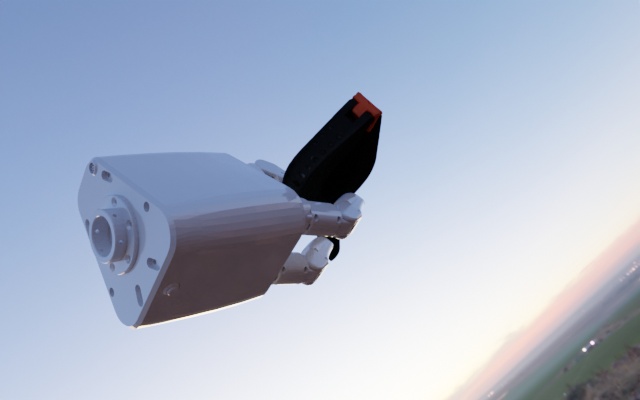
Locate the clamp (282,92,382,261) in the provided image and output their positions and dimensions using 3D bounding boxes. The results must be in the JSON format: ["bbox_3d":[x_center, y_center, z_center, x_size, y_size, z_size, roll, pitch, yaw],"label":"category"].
[{"bbox_3d":[0.000,0.000,0.429,0.036,0.210,0.164,46,30,25],"label":"clamp"}]
